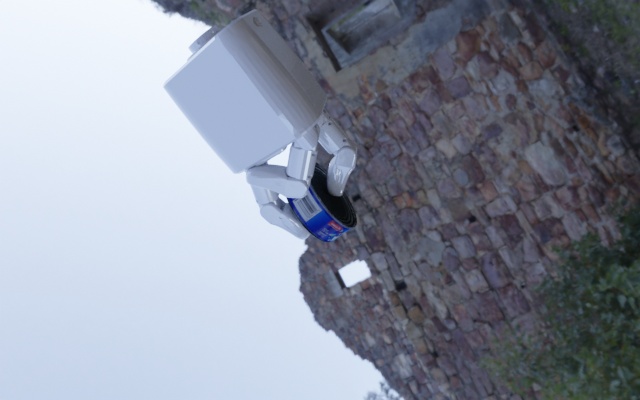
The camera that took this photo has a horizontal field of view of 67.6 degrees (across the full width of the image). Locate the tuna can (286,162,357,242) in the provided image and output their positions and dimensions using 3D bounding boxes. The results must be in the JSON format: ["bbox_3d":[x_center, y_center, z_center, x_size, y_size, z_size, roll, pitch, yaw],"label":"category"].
[{"bbox_3d":[0.000,0.002,0.513,0.034,0.086,0.086,-36,-13,19],"label":"tuna can"}]
